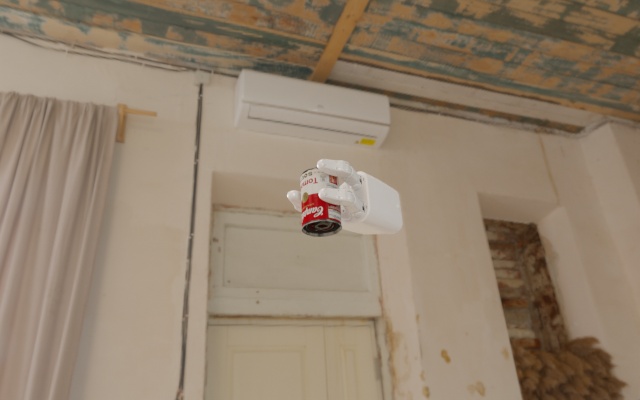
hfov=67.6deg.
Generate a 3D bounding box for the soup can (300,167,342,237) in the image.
[{"bbox_3d":[0.000,0.002,0.819,0.068,0.102,0.068,-2,-26,-1],"label":"soup can"}]
